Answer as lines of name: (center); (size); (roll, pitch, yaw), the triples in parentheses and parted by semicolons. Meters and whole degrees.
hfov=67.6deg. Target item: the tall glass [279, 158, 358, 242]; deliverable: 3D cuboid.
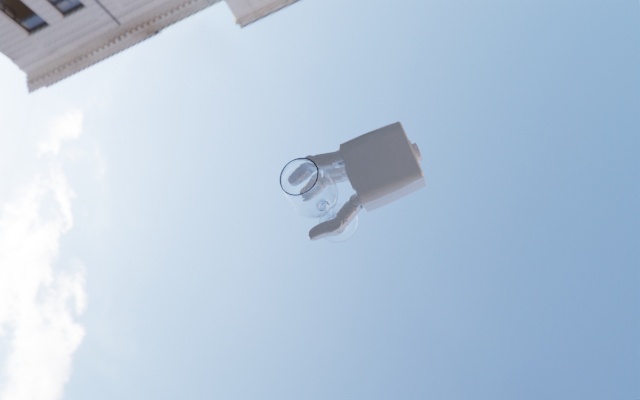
tall glass: (0.000, 0.003, 0.780); (0.079, 0.079, 0.201); (0, -22, 21)
